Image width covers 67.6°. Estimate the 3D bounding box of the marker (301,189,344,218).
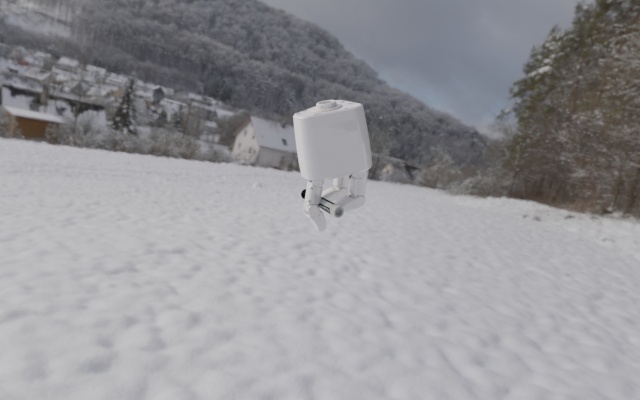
[{"bbox_3d":[0.000,0.003,0.809,0.020,0.020,0.121,0,16,-31],"label":"marker"}]
